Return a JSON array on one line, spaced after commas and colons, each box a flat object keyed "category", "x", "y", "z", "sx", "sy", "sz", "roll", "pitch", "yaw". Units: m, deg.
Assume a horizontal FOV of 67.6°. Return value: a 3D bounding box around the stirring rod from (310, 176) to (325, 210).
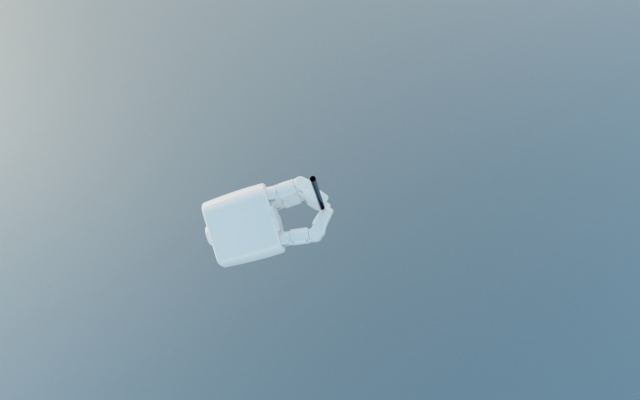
[{"category": "stirring rod", "x": 0.000, "y": 0.003, "z": 0.736, "sx": 0.011, "sy": 0.011, "sz": 0.239, "roll": 0, "pitch": -15, "yaw": 5}]
